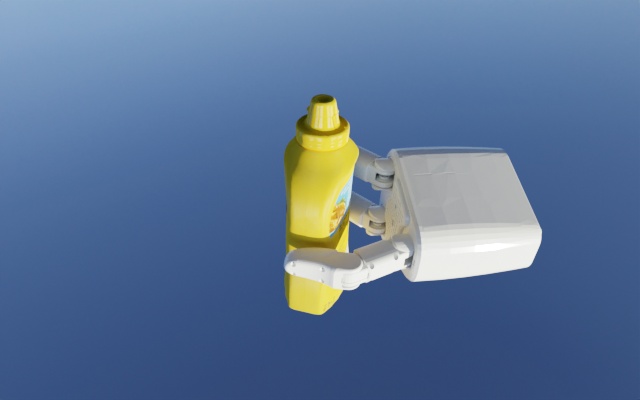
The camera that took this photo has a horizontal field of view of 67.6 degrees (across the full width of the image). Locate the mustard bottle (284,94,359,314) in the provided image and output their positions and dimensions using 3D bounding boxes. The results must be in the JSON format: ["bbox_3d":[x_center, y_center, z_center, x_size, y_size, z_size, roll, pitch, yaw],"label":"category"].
[{"bbox_3d":[0.000,0.002,0.407,0.058,0.192,0.096,12,39,11],"label":"mustard bottle"}]
